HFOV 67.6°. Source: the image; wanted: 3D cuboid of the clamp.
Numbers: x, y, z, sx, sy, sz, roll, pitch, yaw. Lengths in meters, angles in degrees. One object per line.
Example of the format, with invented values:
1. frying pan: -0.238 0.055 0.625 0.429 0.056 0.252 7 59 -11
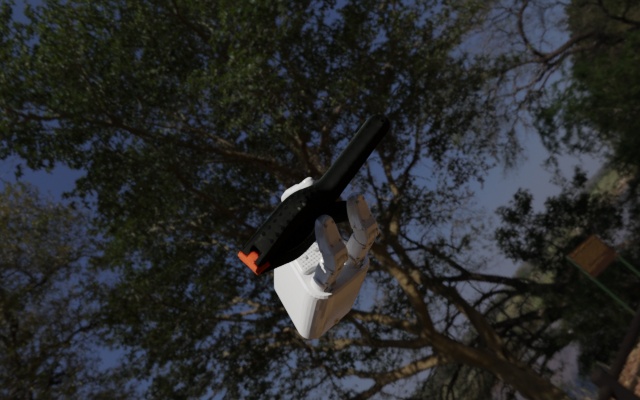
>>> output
1. clamp: -0.001 0.002 0.523 0.036 0.165 0.210 37 50 24
